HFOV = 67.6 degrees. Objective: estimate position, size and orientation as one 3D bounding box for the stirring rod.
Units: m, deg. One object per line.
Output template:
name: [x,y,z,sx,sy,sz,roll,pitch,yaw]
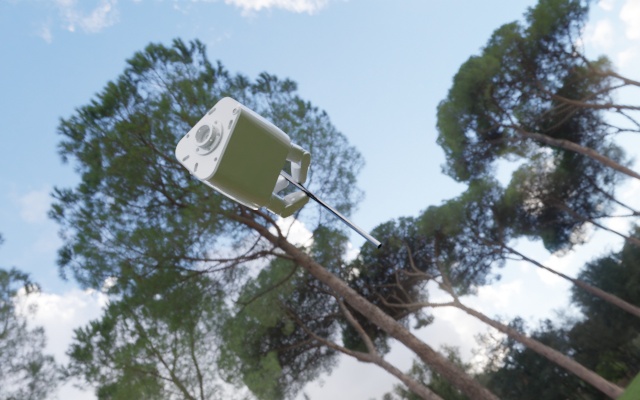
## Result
stirring rod: [0.000,0.002,0.692,0.011,0.011,0.239,0,28,-46]
